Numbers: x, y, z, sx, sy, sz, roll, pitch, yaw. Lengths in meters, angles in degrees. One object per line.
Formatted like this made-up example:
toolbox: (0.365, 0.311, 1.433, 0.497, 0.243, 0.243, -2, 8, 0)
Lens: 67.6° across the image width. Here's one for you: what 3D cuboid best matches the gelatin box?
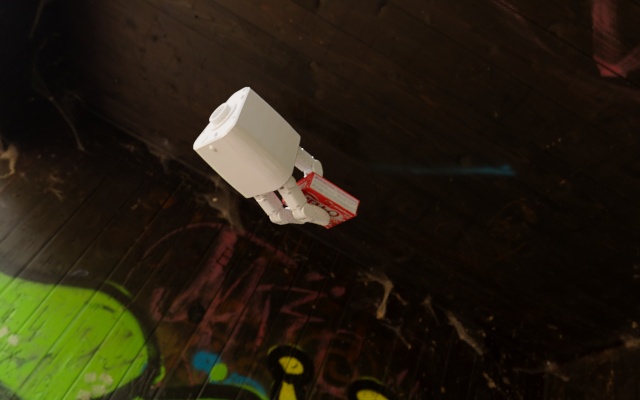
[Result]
gelatin box: (0.000, 0.002, 0.699, 0.089, 0.030, 0.073, 31, -33, -22)
